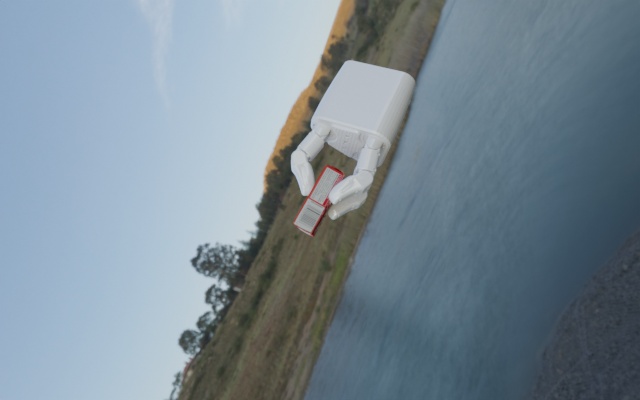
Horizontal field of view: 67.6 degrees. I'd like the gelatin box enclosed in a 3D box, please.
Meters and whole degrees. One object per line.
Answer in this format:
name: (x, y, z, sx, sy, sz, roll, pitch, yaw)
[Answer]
gelatin box: (0.000, 0.002, 0.628, 0.030, 0.089, 0.073, 29, -6, 5)
